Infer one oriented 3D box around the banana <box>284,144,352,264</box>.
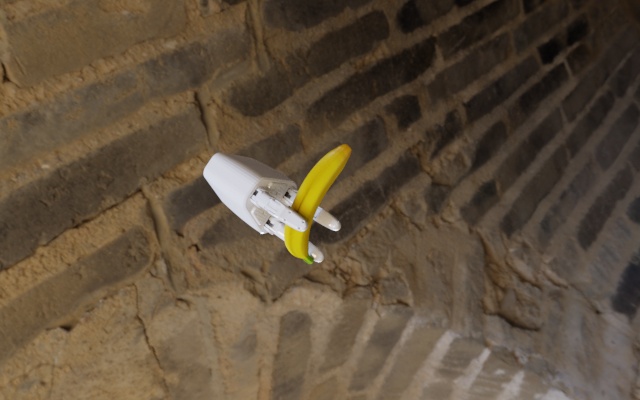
[{"bbox_3d":[-0.012,0.006,0.705,0.037,0.198,0.069,31,20,32],"label":"banana"}]
